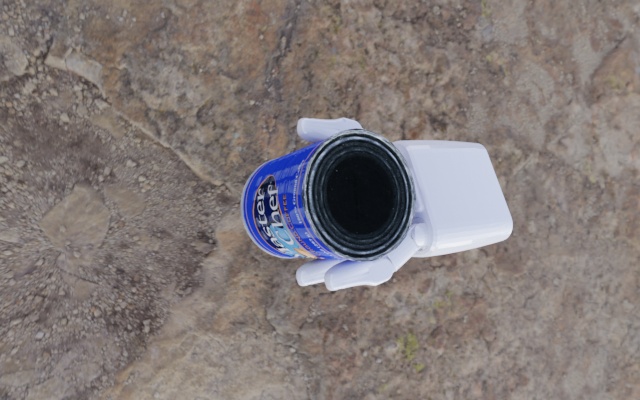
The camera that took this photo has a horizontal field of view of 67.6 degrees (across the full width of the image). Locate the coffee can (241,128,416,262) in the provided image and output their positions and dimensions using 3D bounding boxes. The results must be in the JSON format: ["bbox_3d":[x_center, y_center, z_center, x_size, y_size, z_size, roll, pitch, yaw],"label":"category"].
[{"bbox_3d":[0.000,0.001,0.425,0.103,0.103,0.140,0,-5,-28],"label":"coffee can"}]
